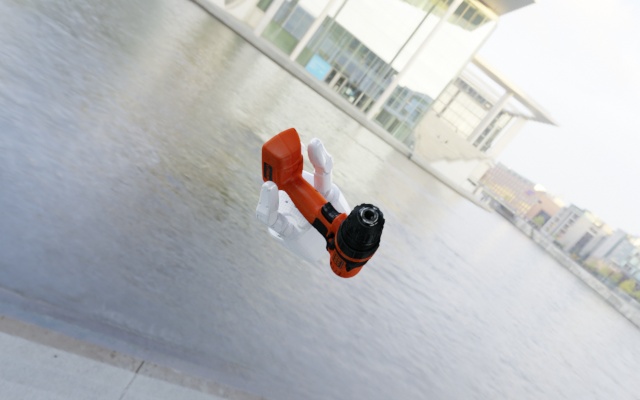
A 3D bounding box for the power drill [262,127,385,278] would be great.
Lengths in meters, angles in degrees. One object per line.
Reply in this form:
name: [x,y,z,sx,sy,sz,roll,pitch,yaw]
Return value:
power drill: [0.000,0.002,0.591,0.057,0.187,0.184,-32,-17,-20]
